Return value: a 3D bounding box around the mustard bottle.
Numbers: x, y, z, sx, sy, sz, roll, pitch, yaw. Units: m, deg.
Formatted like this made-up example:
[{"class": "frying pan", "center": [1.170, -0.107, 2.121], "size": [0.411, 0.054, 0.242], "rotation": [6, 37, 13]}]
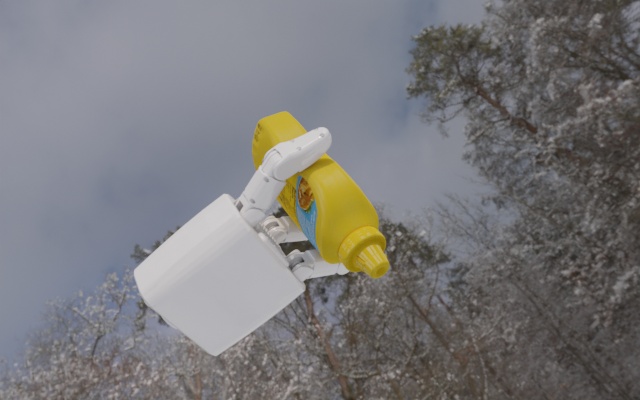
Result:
[{"class": "mustard bottle", "center": [0.000, 0.001, 0.441], "size": [0.058, 0.096, 0.191], "rotation": [-22, 46, -20]}]
